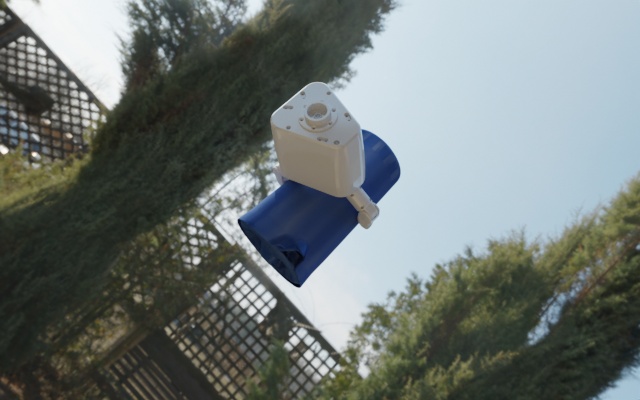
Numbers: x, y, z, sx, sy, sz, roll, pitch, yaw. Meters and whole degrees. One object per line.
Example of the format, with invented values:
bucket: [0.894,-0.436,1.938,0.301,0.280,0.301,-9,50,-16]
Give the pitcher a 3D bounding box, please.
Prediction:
pitcher: [0.000,0.002,0.727,0.149,0.242,0.145,39,-20,25]
